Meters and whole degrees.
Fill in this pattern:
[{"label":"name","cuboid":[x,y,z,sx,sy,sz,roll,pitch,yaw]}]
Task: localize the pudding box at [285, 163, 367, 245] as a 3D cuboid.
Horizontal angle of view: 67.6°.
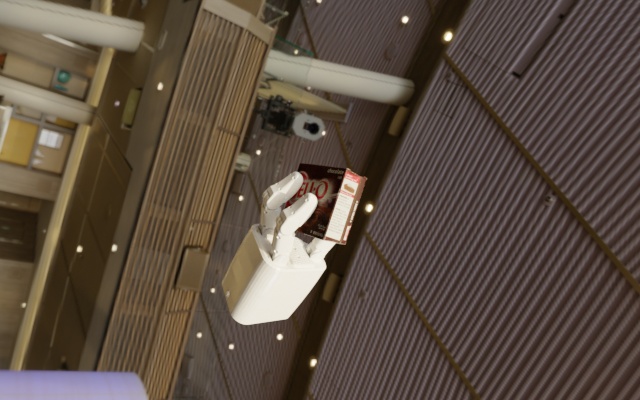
[{"label":"pudding box","cuboid":[0.000,0.002,0.608,0.039,0.090,0.113,20,-4,-36]}]
